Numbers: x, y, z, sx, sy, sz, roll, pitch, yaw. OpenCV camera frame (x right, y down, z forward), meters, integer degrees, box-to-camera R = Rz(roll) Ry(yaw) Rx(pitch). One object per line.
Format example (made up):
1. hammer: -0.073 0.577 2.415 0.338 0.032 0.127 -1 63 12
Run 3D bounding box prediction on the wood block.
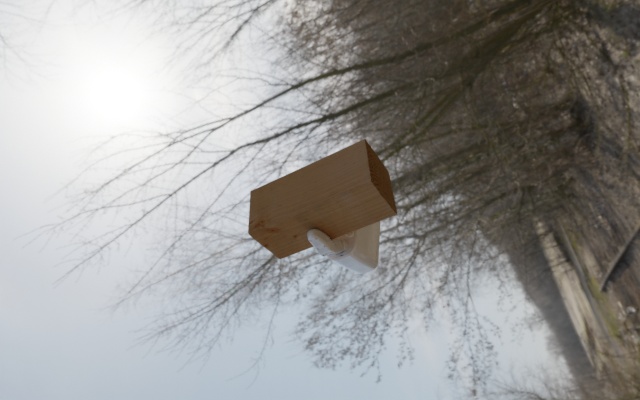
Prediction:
1. wood block: 0.000 0.003 0.731 0.206 0.090 0.090 -23 -44 21
